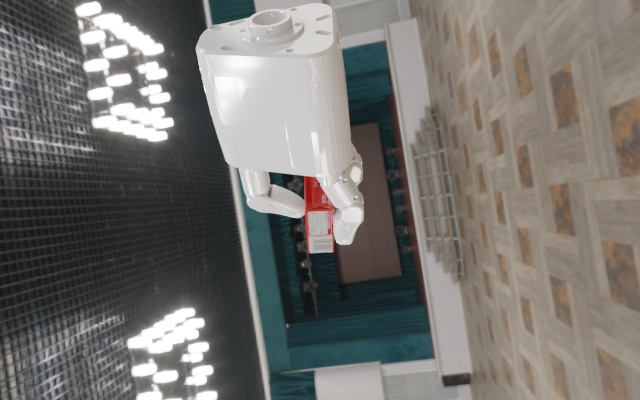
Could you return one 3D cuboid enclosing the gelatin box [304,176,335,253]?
[{"bbox_3d":[0.000,0.002,0.488,0.030,0.073,0.089,-1,-34,0],"label":"gelatin box"}]
